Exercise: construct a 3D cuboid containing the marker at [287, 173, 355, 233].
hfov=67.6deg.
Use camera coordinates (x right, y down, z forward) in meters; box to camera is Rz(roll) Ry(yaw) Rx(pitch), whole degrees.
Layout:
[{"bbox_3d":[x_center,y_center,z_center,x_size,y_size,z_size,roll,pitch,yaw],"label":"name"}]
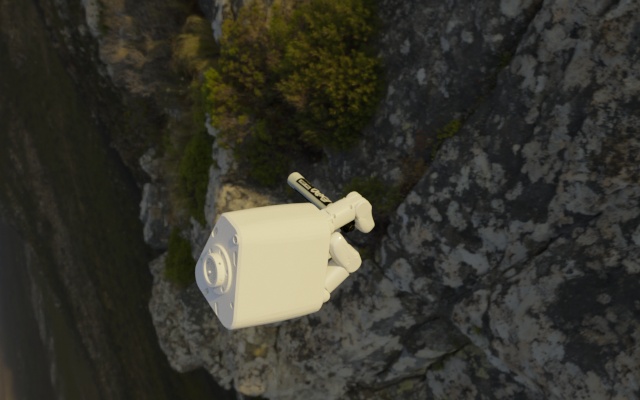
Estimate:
[{"bbox_3d":[0.000,0.002,0.567,0.020,0.020,0.121,0,29,-41],"label":"marker"}]
